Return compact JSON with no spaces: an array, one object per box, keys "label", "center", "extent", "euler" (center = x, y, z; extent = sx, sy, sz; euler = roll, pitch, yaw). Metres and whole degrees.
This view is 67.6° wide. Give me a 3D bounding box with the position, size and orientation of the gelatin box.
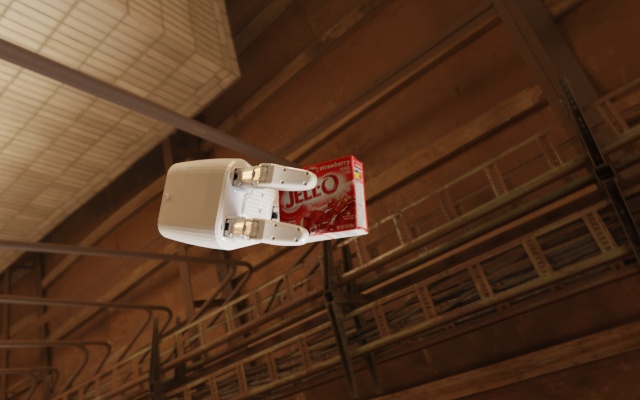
[{"label":"gelatin box","center":[0.001,0.002,0.476],"extent":[0.089,0.073,0.030],"euler":[-11,-17,28]}]
